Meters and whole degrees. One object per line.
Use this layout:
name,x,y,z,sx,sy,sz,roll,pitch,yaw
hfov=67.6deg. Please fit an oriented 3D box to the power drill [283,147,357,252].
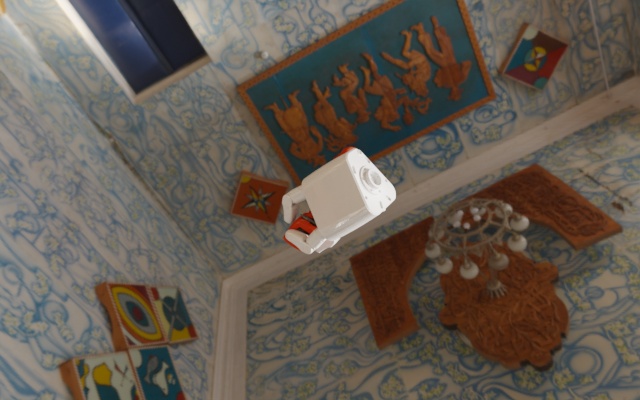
power drill,0.000,0.003,0.899,0.057,0.187,0.184,31,-30,-4
